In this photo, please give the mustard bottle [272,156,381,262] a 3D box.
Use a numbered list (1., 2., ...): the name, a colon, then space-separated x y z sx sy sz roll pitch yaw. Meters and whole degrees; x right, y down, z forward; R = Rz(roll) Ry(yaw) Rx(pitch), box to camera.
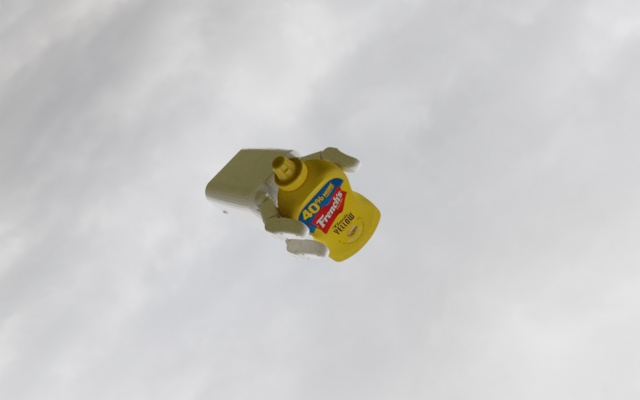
1. mustard bottle: 0.000 0.002 0.612 0.192 0.096 0.058 43 0 -45
